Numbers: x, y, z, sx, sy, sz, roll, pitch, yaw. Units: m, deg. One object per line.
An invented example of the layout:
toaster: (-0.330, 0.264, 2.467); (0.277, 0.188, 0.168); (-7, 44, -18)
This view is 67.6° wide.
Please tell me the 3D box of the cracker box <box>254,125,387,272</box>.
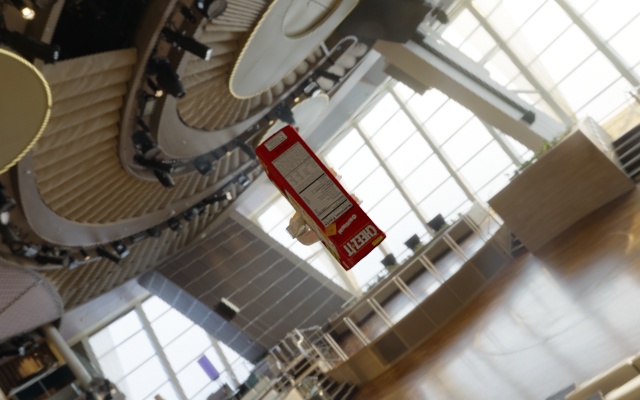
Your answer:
cracker box: (0.000, 0.002, 0.726); (0.072, 0.213, 0.164); (-40, -8, -7)
